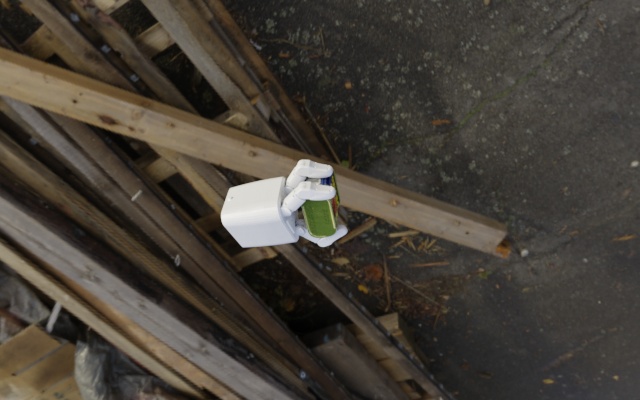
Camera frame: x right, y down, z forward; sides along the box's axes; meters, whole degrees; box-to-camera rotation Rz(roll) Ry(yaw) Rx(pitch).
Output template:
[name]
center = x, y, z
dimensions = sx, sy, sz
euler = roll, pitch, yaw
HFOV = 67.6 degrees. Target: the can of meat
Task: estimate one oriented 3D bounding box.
[can of meat]
center = 0.000, 0.003, 0.836
dimensions = 0.057, 0.102, 0.084
euler = -6, 39, 10
